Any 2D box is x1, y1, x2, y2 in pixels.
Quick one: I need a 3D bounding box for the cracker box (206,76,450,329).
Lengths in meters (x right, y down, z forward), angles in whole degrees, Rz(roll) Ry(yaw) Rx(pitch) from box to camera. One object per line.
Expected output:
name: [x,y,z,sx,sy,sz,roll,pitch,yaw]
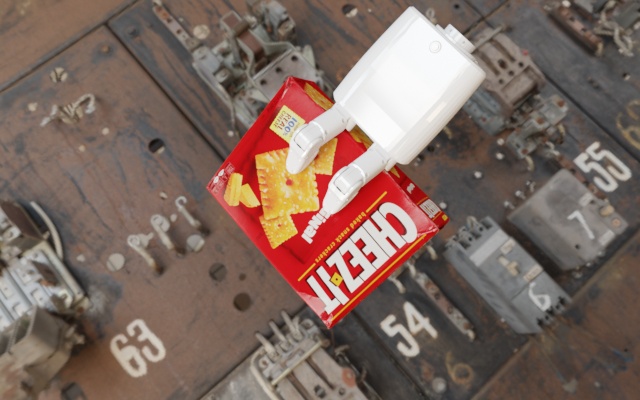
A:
cracker box: [0.000,0.002,0.513,0.164,0.213,0.072,-47,-12,22]
